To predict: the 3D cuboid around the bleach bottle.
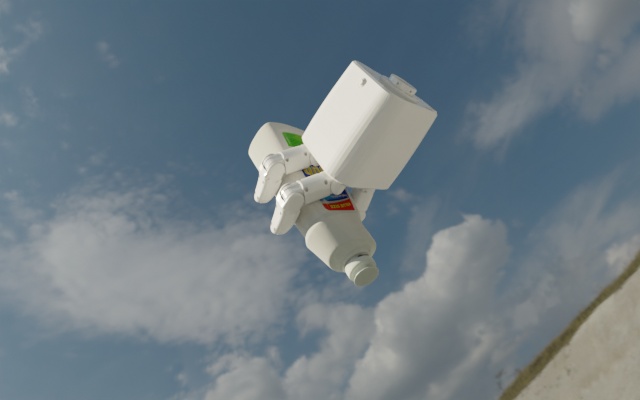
[{"bbox_3d":[0.000,0.002,0.566,0.102,0.068,0.250,15,29,-40],"label":"bleach bottle"}]
